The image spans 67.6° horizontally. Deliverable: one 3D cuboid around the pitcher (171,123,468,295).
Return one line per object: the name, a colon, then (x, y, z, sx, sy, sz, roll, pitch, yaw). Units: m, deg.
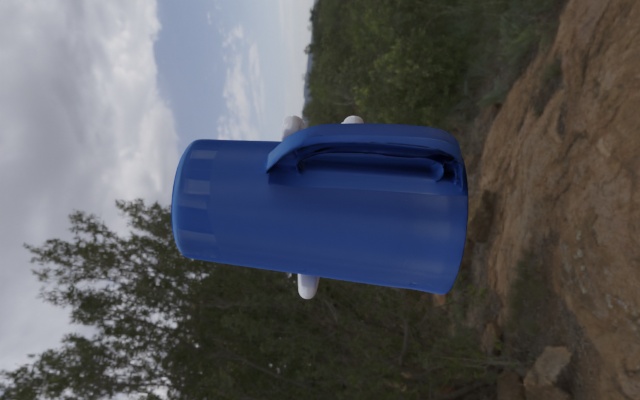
pitcher: (0.000, 0.001, 0.423, 0.243, 0.149, 0.145, 5, 11, -1)
